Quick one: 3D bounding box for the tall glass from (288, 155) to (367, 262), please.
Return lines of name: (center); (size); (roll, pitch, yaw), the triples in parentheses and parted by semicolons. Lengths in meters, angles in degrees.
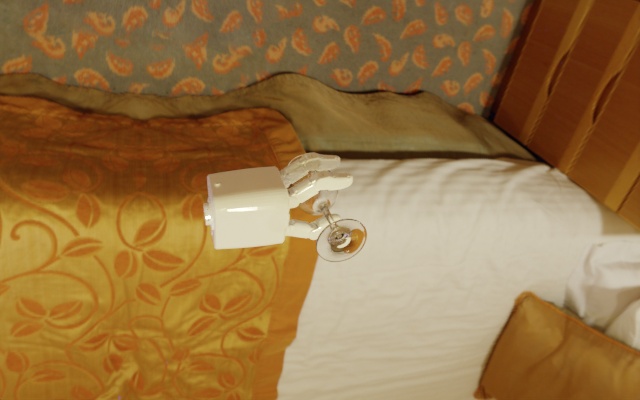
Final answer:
tall glass: (0.000, 0.003, 0.732); (0.079, 0.079, 0.201); (0, 33, -20)
